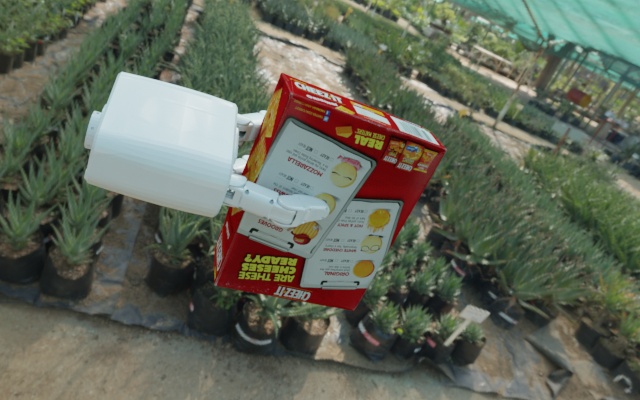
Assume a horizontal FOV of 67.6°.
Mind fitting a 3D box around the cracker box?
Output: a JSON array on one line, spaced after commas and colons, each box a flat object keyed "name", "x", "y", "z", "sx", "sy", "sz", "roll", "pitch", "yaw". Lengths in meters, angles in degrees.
[{"name": "cracker box", "x": 0.000, "y": 0.002, "z": 0.490, "sx": 0.164, "sy": 0.214, "sz": 0.072, "roll": 15, "pitch": 27, "yaw": -21}]
